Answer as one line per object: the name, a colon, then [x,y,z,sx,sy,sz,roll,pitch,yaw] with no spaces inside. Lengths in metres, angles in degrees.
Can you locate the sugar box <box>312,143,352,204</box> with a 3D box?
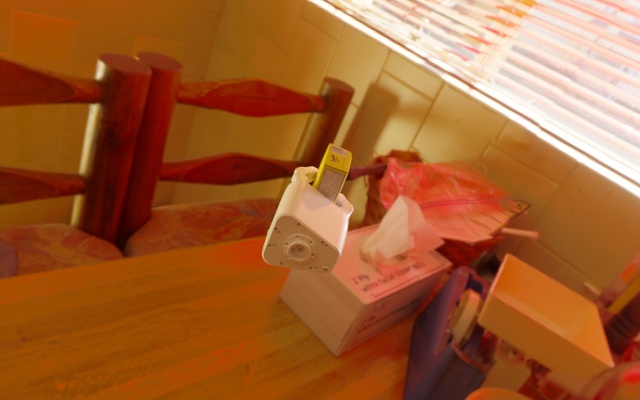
sugar box: [0.000,0.002,0.798,0.048,0.176,0.093,22,27,-3]
